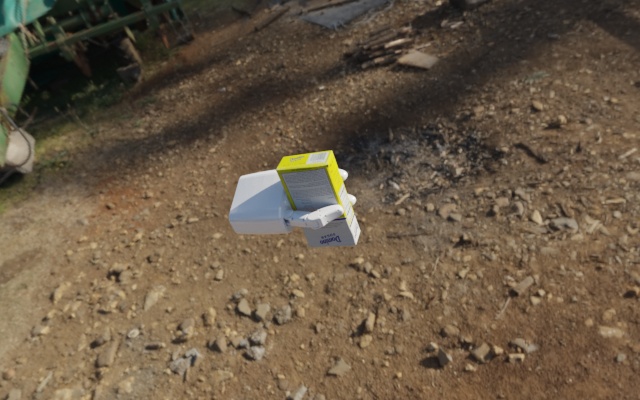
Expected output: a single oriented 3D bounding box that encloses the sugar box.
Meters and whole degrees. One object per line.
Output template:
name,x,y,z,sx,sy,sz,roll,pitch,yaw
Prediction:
sugar box,0.000,0.002,0.820,0.093,0.176,0.048,-4,39,23
